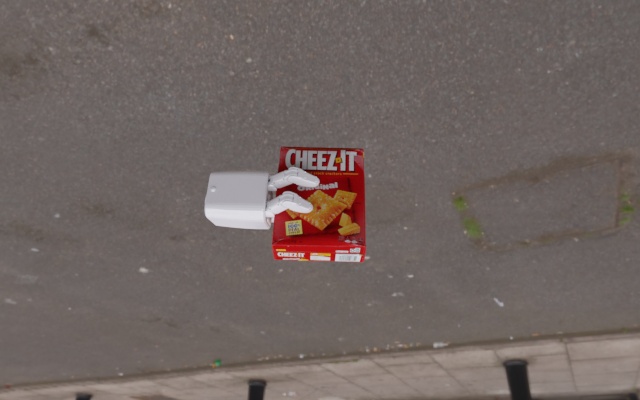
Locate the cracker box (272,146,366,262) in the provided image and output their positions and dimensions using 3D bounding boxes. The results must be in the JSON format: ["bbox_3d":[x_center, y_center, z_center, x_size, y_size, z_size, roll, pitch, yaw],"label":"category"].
[{"bbox_3d":[0.000,0.003,0.882,0.164,0.213,0.072,2,-30,0],"label":"cracker box"}]
